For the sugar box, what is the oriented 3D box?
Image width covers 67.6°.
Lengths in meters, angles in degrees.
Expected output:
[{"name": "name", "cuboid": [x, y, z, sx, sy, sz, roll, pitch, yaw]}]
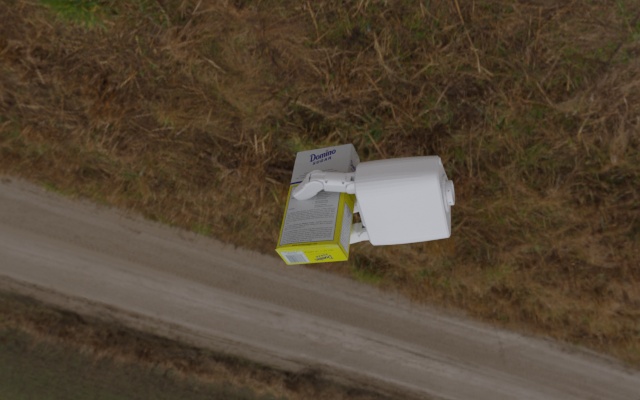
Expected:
[{"name": "sugar box", "cuboid": [0.000, 0.003, 0.677, 0.093, 0.176, 0.048, -6, -41, 22]}]
